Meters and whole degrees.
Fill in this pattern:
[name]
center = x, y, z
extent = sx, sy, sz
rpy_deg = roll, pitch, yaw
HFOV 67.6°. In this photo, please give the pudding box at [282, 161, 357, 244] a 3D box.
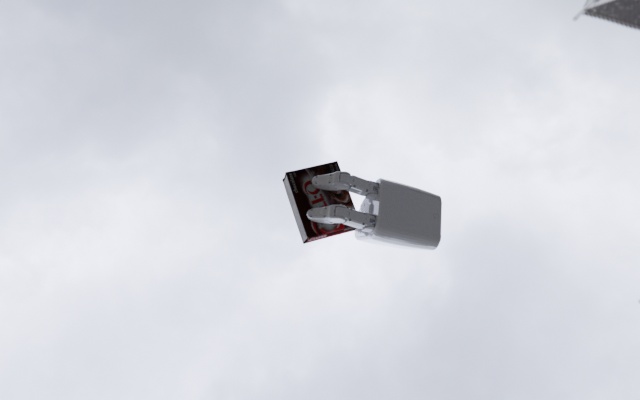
[pudding box]
center = 0.000, 0.002, 0.746
extent = 0.090, 0.113, 0.039
rpy_deg = -14, -17, -22
